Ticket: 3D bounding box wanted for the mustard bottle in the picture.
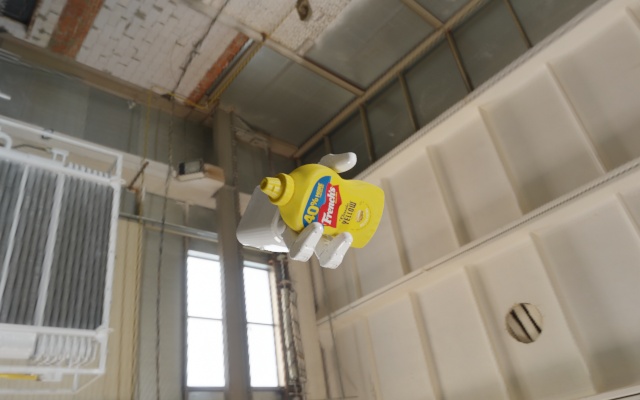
[{"bbox_3d":[0.001,0.002,0.657,0.192,0.096,0.058,18,6,-38],"label":"mustard bottle"}]
